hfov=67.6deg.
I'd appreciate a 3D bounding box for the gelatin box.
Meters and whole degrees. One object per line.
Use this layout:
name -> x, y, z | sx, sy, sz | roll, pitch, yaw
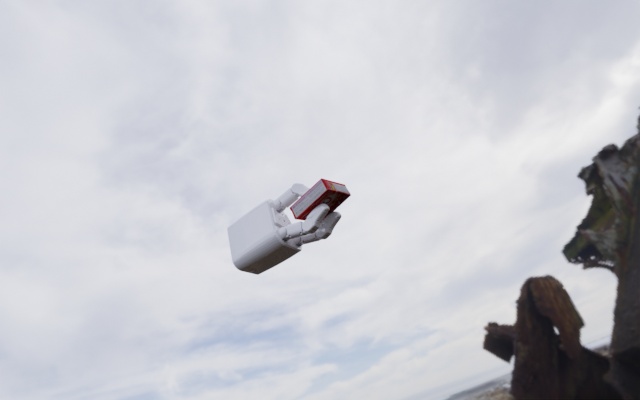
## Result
gelatin box -> 0.000, 0.002, 0.863 | 0.089, 0.030, 0.073 | -43, -31, 24
